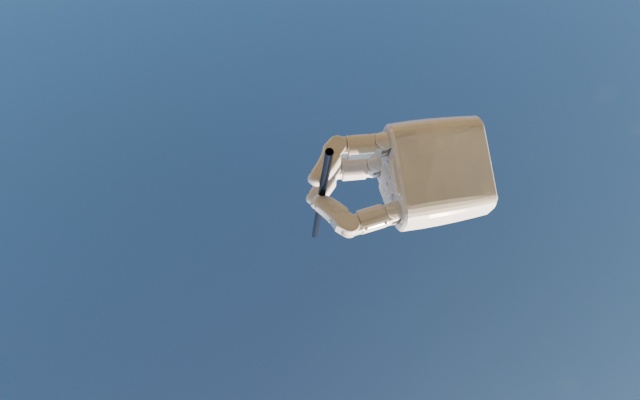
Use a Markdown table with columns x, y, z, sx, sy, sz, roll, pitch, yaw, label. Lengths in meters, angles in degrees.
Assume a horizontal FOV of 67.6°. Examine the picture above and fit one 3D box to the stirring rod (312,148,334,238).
| x | y | z | sx | sy | sz | roll | pitch | yaw | label |
| --- | --- | --- | --- | --- | --- | --- | --- | --- | --- |
| 0.000 | 0.002 | 0.535 | 0.011 | 0.011 | 0.240 | 0 | -22 | -4 | stirring rod |
